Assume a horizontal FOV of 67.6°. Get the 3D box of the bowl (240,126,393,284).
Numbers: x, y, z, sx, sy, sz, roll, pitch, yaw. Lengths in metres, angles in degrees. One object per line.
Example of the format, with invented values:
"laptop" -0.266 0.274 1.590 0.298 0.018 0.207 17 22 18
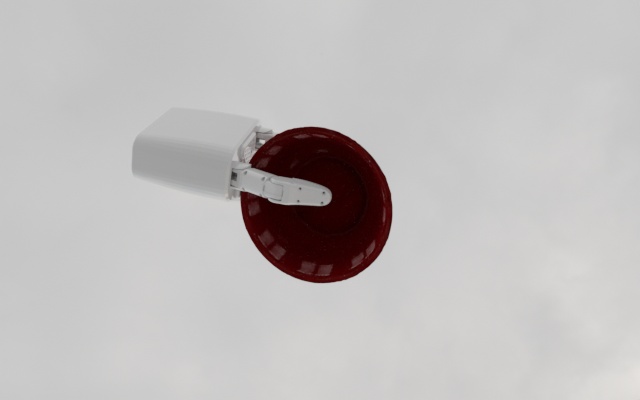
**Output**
"bowl" 0.001 0.002 0.499 0.162 0.162 0.055 0 13 19
